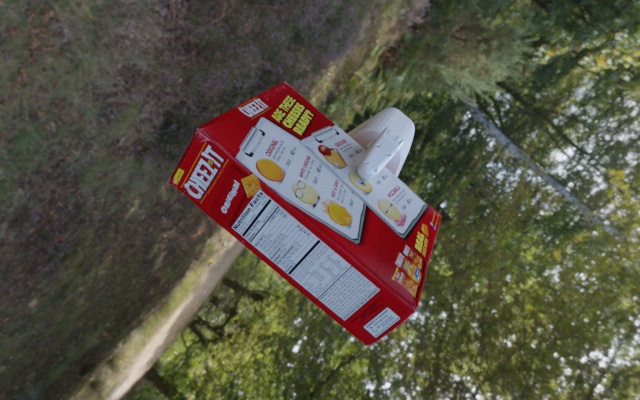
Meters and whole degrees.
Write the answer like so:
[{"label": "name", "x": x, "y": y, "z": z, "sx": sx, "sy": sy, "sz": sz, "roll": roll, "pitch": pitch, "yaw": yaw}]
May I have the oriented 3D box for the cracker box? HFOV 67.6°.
[{"label": "cracker box", "x": 0.000, "y": 0.001, "z": 0.435, "sx": 0.213, "sy": 0.072, "sz": 0.164, "roll": 40, "pitch": 32, "yaw": -1}]
